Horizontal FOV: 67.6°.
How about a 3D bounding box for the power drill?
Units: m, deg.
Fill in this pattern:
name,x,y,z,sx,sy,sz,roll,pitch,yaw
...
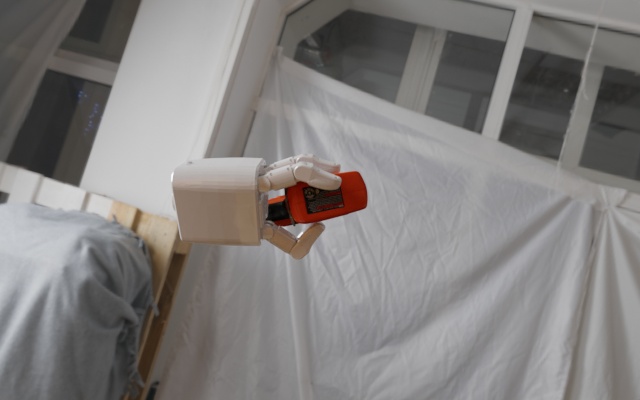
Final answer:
name,x,y,z,sx,sy,sz,roll,pitch,yaw
power drill,0.000,0.002,0.695,0.184,0.057,0.188,-14,-3,-18
